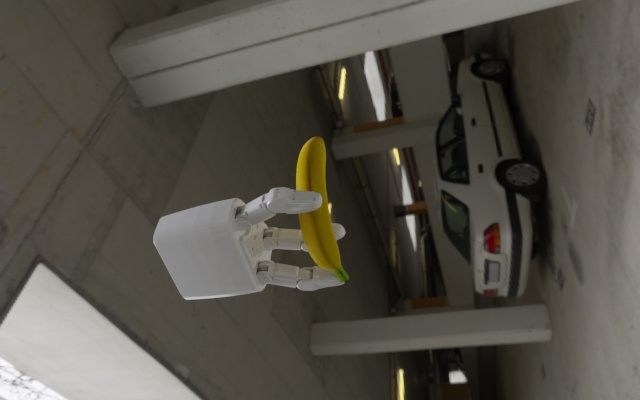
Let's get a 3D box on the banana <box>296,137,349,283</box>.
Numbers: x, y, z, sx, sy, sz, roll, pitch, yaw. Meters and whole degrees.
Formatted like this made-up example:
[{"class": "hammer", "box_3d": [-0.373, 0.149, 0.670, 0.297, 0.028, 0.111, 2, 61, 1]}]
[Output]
[{"class": "banana", "box_3d": [-0.005, -0.001, 0.575, 0.037, 0.197, 0.070, -14, -23, 14]}]
